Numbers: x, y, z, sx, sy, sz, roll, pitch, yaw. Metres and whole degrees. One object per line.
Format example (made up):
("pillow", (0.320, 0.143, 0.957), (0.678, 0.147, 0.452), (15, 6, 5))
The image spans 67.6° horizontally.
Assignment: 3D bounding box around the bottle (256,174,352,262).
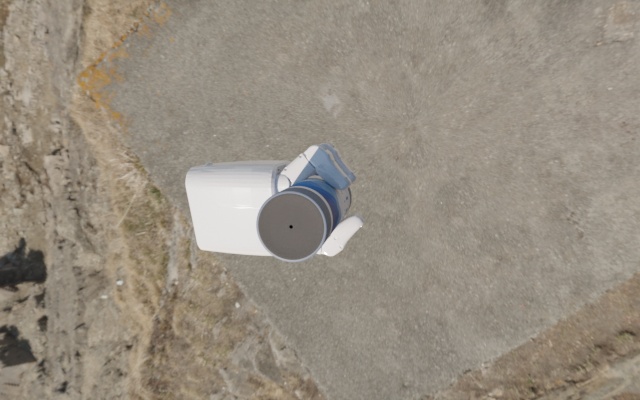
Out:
("bottle", (0.000, 0.002, 0.574), (0.069, 0.069, 0.295), (0, 9, 11))
